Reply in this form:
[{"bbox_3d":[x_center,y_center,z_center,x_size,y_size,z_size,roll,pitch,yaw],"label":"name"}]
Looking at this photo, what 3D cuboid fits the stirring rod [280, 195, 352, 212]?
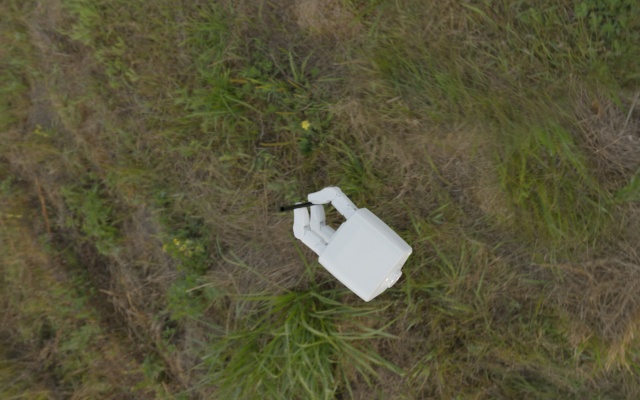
[{"bbox_3d":[0.000,0.003,0.849,0.011,0.011,0.239,0,5,30],"label":"stirring rod"}]
